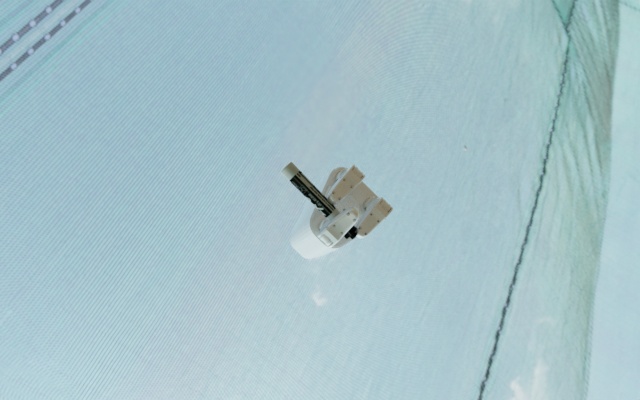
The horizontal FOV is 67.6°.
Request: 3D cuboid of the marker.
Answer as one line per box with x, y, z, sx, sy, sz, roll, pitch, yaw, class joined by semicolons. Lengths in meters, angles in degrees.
0.000;0.002;0.585;0.020;0.121;0.020;-45;3;3;marker
